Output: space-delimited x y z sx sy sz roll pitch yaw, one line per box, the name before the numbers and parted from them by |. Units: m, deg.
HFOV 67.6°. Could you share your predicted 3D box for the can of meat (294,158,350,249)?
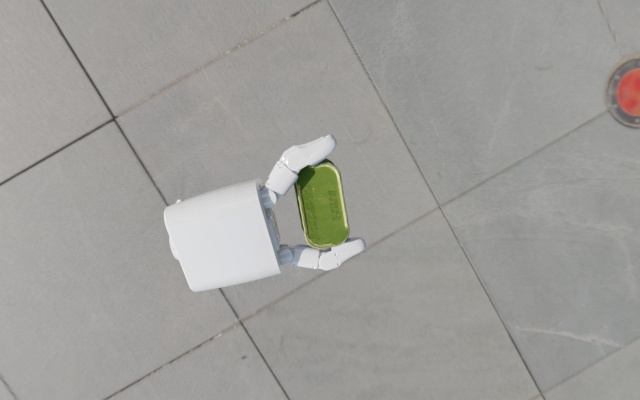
can of meat | 0.000 0.002 0.569 0.057 0.102 0.084 -10 6 -2
